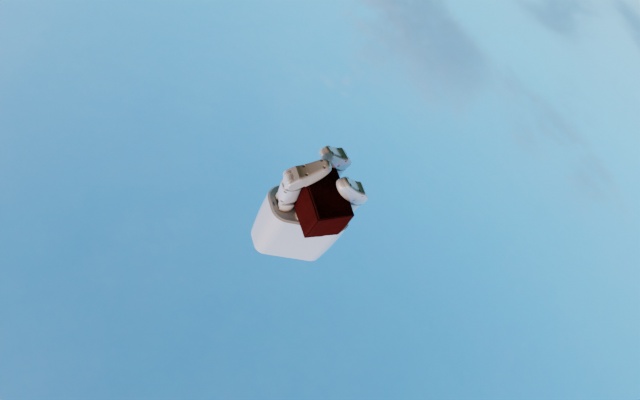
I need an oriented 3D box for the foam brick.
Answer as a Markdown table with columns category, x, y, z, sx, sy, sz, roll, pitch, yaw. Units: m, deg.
| category | x | y | z | sx | sy | sz | roll | pitch | yaw |
| --- | --- | --- | --- | --- | --- | --- | --- | --- | --- |
| foam brick | 0.000 | 0.002 | 0.613 | 0.053 | 0.078 | 0.051 | -4 | -30 | -28 |
